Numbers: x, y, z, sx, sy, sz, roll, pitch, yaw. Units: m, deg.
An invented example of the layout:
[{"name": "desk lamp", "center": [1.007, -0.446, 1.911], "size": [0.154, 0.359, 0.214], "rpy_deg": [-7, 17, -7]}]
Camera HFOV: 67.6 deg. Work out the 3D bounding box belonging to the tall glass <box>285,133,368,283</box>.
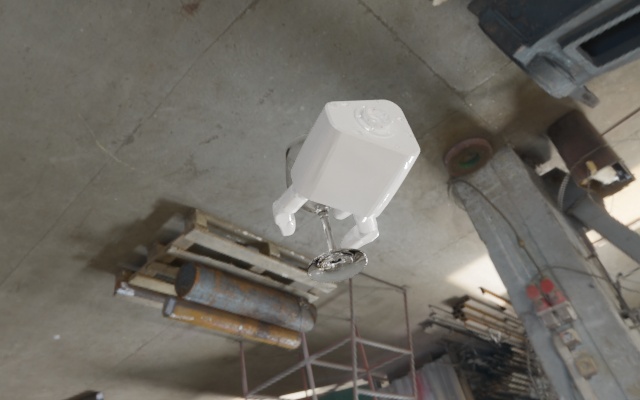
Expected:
[{"name": "tall glass", "center": [0.000, 0.003, 0.625], "size": [0.079, 0.201, 0.079], "rpy_deg": [-9, -38, -7]}]
